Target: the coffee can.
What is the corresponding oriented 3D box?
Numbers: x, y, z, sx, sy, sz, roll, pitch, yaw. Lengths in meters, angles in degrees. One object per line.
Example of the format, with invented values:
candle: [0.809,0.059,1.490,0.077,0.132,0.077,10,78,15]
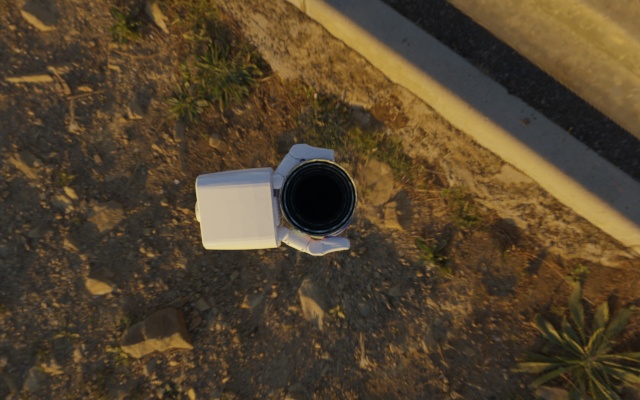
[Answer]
coffee can: [0.000,0.002,0.686,0.103,0.103,0.140,0,-5,2]
